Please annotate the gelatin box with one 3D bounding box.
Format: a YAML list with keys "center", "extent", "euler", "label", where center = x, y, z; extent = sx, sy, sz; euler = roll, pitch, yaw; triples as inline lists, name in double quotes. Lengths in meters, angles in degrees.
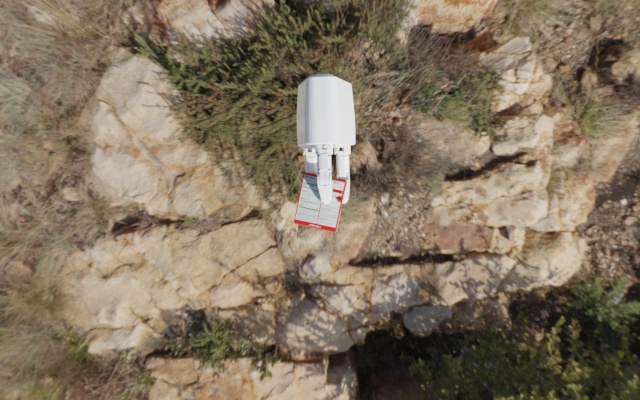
- center: [0.000, 0.003, 0.797]
  extent: [0.073, 0.089, 0.030]
  euler: [12, 1, 3]
  label: "gelatin box"
